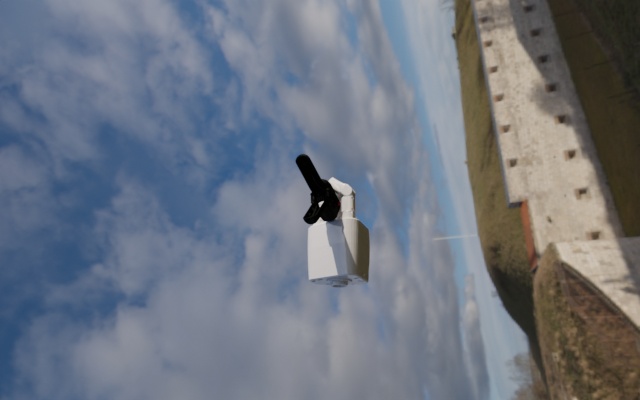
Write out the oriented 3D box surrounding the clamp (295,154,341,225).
[{"bbox_3d":[0.000,0.003,0.848,0.039,0.120,0.171,-8,-23,21],"label":"clamp"}]
